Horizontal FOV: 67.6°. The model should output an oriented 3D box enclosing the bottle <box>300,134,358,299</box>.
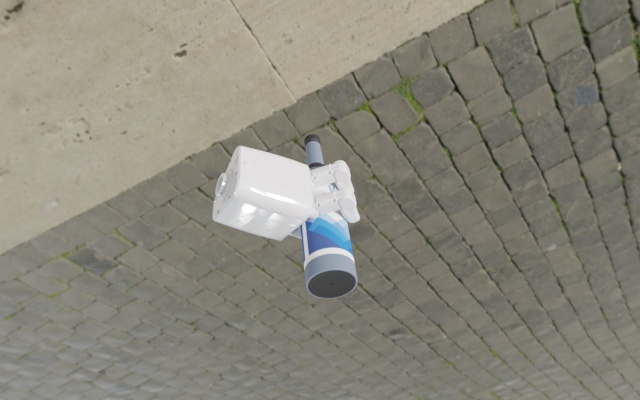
[{"bbox_3d":[0.000,0.003,0.710,0.069,0.295,0.069,-4,-44,-4],"label":"bottle"}]
